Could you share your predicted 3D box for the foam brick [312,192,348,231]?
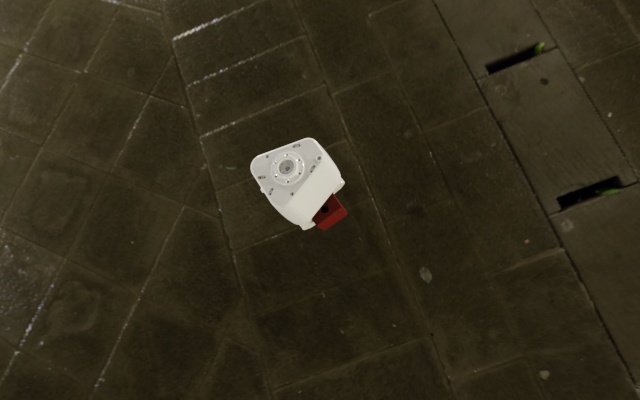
[{"bbox_3d":[0.000,0.003,0.798,0.053,0.078,0.051,-36,-19,4],"label":"foam brick"}]
